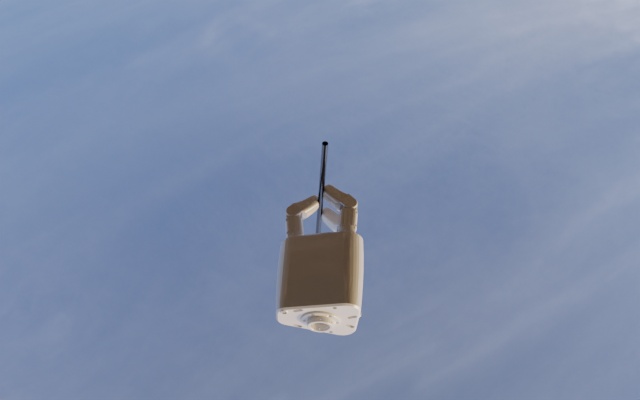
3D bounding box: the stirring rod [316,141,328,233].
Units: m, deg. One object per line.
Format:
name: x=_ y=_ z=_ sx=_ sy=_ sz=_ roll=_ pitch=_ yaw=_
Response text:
stirring rod: x=0.000 y=0.002 z=0.701 sx=0.011 sy=0.011 sz=0.240 roll=0 pitch=-38 yaw=-4
